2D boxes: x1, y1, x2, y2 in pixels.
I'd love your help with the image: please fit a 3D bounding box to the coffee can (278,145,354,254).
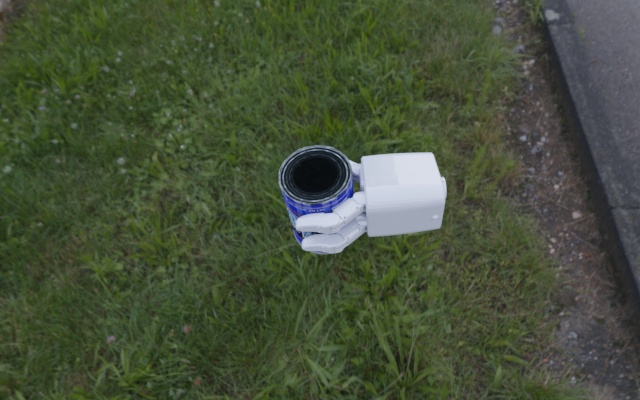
[{"bbox_3d":[0.000,0.002,0.709,0.103,0.102,0.140,0,-34,8],"label":"coffee can"}]
